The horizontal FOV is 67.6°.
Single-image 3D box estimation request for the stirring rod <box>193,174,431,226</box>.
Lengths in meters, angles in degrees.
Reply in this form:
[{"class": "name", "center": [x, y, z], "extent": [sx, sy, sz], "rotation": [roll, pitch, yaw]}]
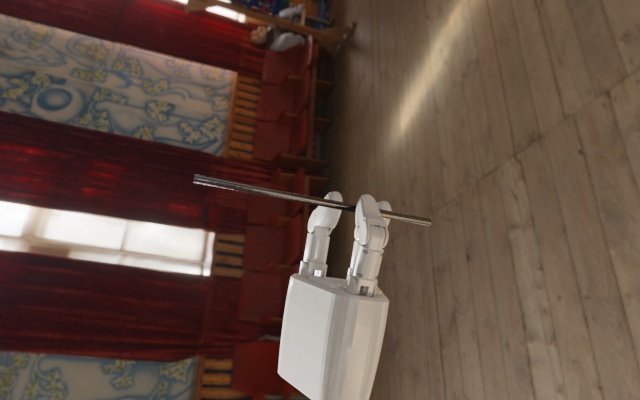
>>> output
[{"class": "stirring rod", "center": [0.000, 0.002, 0.462], "extent": [0.239, 0.011, 0.011], "rotation": [11, -3, -17]}]
